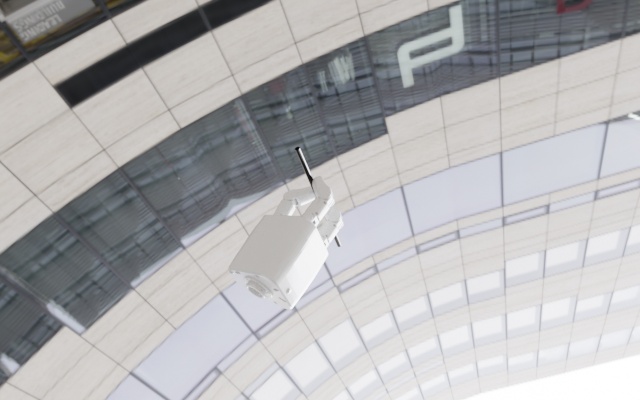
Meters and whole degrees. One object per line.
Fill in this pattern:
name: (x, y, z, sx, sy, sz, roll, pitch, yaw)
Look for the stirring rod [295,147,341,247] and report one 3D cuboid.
stirring rod: (0.000, 0.003, 0.787, 0.011, 0.011, 0.240, 0, -41, 22)
